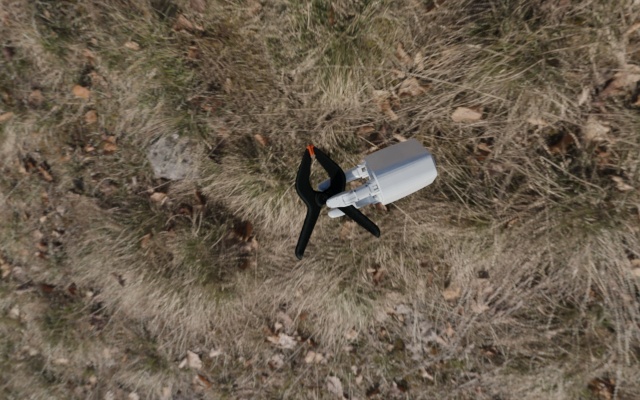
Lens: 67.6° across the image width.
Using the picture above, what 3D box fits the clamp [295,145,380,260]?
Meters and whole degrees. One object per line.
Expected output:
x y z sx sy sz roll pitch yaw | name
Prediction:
0.000 0.002 0.884 0.164 0.210 0.036 -23 8 1 | clamp
